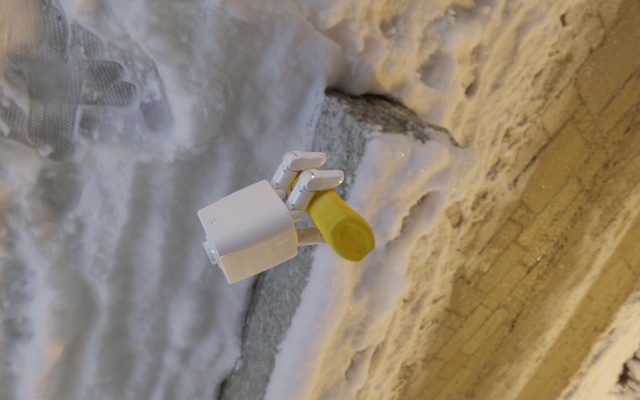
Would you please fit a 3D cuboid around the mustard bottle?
[{"bbox_3d":[0.001,0.002,0.683,0.096,0.058,0.191,45,3,-44],"label":"mustard bottle"}]
